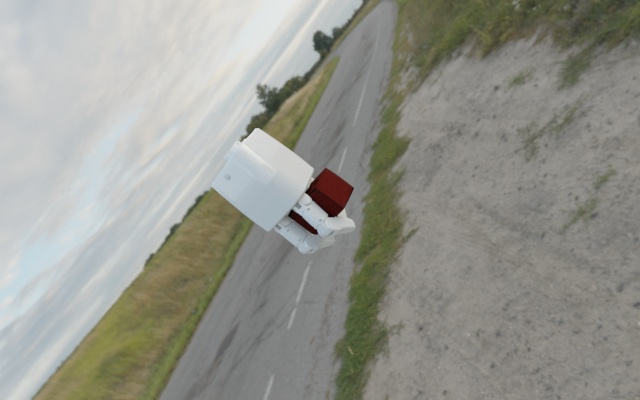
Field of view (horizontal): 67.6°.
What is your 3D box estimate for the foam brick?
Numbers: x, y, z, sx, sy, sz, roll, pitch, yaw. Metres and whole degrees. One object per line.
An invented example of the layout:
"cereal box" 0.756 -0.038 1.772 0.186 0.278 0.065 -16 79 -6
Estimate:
"foam brick" 0.000 0.002 0.685 0.078 0.051 0.053 -45 11 40
